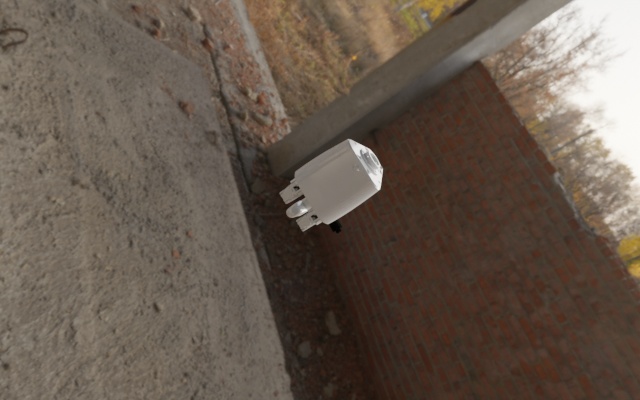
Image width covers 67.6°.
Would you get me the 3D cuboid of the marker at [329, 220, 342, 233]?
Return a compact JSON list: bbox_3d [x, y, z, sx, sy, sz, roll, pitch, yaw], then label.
[{"bbox_3d":[0.000,0.003,0.811,0.020,0.121,0.020,-32,-2,-1],"label":"marker"}]
